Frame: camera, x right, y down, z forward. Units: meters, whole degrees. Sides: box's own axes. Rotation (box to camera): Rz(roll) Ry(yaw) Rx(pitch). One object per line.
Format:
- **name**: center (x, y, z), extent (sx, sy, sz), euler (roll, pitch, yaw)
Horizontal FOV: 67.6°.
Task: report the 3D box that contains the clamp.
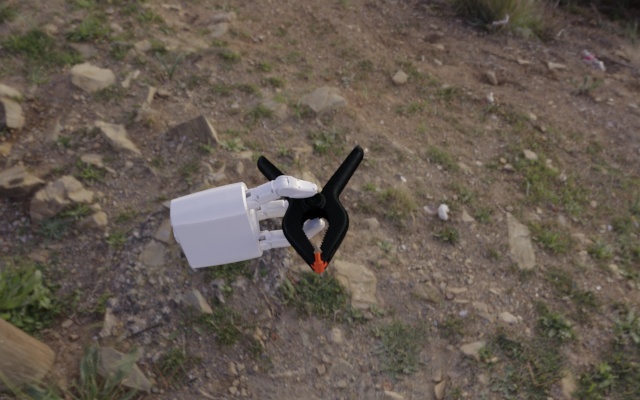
- **clamp**: center (0.000, 0.002, 0.688), extent (0.164, 0.209, 0.036), euler (-12, -35, -2)
